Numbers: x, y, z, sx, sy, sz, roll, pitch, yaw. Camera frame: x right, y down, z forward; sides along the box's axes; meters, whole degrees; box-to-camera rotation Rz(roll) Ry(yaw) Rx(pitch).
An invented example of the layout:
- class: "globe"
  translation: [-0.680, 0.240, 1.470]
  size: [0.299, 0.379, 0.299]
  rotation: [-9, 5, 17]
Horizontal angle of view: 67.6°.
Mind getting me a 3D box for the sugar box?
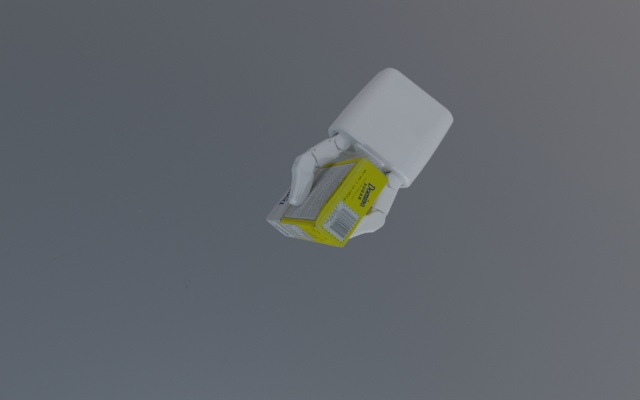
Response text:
- class: "sugar box"
  translation: [0.001, 0.002, 0.570]
  size: [0.048, 0.093, 0.176]
  rotation: [41, -14, -15]
